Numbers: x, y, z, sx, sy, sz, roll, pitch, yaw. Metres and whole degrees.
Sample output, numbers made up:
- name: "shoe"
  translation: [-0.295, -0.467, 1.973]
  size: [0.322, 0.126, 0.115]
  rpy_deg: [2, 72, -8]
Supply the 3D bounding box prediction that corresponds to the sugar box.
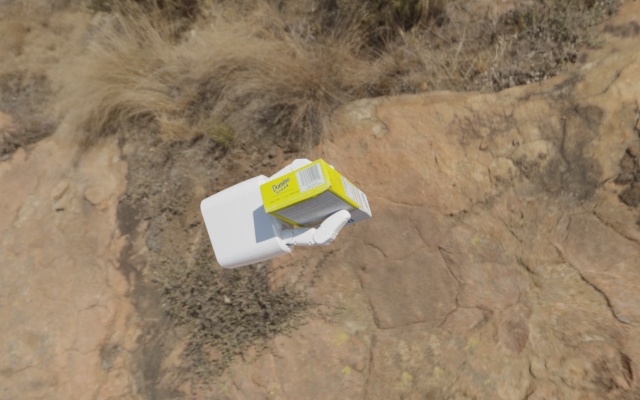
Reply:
- name: "sugar box"
  translation: [0.000, 0.002, 0.665]
  size: [0.093, 0.048, 0.176]
  rpy_deg: [-21, -19, 16]
